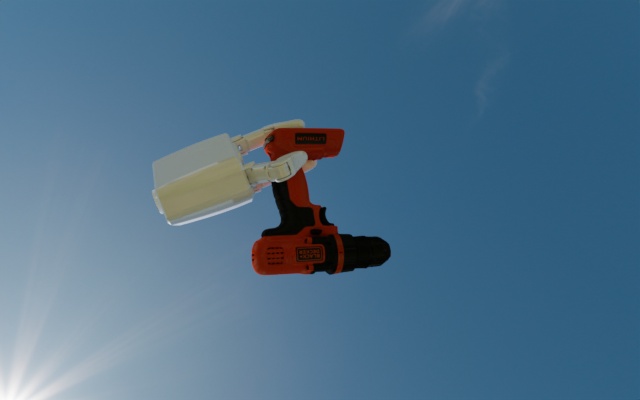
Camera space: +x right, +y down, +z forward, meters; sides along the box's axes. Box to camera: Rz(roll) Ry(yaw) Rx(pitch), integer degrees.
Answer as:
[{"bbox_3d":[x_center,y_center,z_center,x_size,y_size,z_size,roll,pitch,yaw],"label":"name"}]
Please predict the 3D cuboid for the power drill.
[{"bbox_3d":[0.000,0.002,0.619,0.184,0.187,0.057,-1,-10,-19],"label":"power drill"}]
